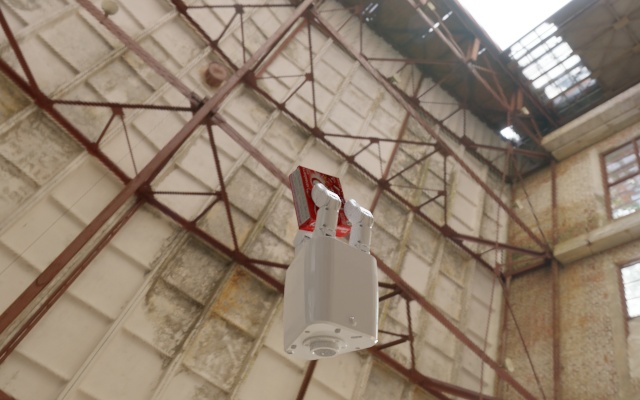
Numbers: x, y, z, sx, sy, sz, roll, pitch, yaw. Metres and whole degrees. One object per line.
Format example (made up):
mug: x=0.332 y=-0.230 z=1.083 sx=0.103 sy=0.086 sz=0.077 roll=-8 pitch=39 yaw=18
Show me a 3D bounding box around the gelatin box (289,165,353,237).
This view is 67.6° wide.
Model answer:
gelatin box: x=0.000 y=0.002 z=0.646 sx=0.073 sy=0.089 sz=0.030 roll=15 pitch=-42 yaw=-37
